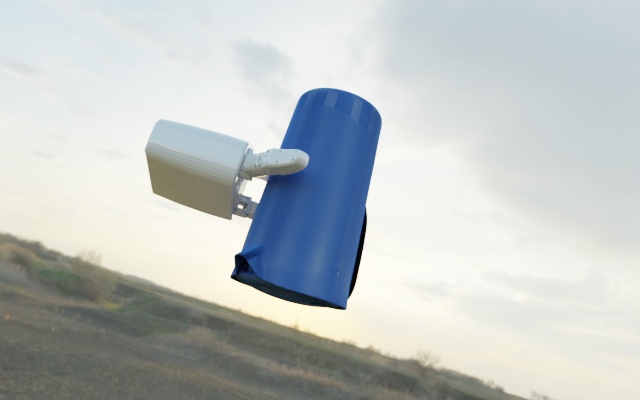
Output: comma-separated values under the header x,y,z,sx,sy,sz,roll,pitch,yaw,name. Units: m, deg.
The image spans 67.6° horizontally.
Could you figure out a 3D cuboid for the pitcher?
x,y,z,sx,sy,sz,roll,pitch,yaw,name
0.000,0.002,0.563,0.145,0.242,0.149,16,-16,-1,pitcher
